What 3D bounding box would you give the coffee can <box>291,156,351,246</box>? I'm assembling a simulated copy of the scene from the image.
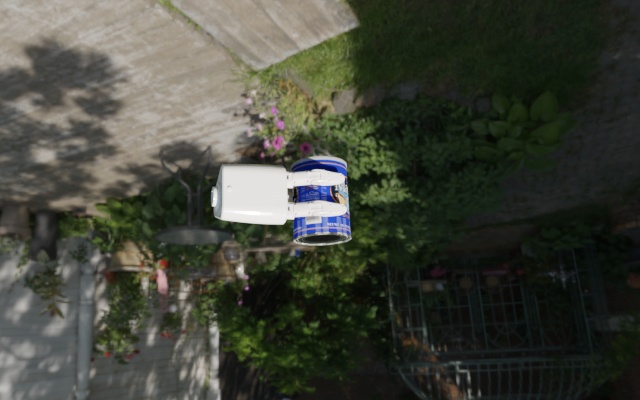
[{"bbox_3d":[0.000,0.003,0.860,0.103,0.140,0.103,-3,-15,-1],"label":"coffee can"}]
